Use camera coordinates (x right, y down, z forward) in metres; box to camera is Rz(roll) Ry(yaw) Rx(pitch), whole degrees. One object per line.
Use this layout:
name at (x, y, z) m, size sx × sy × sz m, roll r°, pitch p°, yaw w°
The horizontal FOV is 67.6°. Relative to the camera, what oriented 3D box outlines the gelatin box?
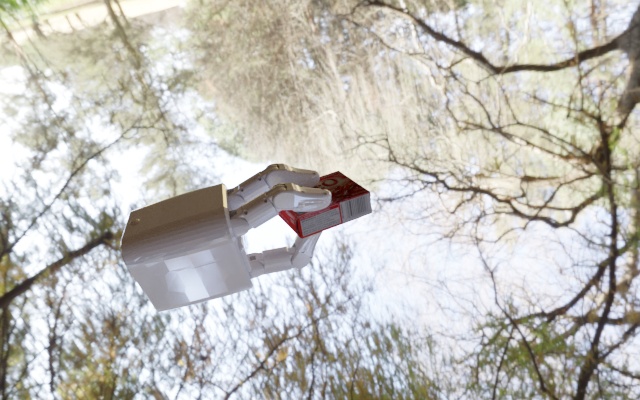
gelatin box at (0.000, 0.002, 0.522) m, size 0.089 × 0.030 × 0.073 m, roll -19°, pitch 28°, yaw -19°
